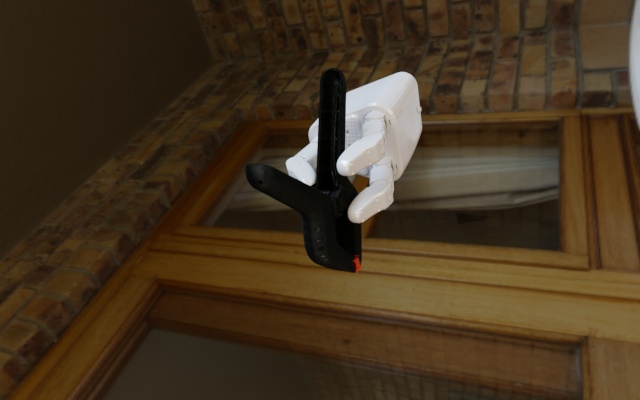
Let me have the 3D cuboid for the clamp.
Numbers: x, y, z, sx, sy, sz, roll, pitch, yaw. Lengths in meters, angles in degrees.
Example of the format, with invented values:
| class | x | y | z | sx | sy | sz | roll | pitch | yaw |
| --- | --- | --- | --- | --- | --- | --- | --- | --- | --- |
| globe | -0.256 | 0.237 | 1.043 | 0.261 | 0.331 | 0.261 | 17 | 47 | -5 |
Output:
| class | x | y | z | sx | sy | sz | roll | pitch | yaw |
| --- | --- | --- | --- | --- | --- | --- | --- | --- | --- |
| clamp | 0.000 | 0.002 | 0.459 | 0.036 | 0.210 | 0.164 | 6 | 37 | 29 |
